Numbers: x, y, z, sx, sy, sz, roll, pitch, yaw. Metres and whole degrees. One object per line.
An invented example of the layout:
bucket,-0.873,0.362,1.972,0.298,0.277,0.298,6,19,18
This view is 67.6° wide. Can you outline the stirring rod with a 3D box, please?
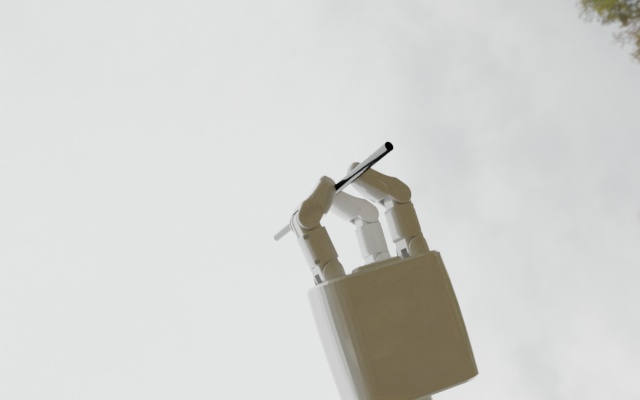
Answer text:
stirring rod,0.000,0.002,0.455,0.011,0.011,0.240,0,-20,-27
